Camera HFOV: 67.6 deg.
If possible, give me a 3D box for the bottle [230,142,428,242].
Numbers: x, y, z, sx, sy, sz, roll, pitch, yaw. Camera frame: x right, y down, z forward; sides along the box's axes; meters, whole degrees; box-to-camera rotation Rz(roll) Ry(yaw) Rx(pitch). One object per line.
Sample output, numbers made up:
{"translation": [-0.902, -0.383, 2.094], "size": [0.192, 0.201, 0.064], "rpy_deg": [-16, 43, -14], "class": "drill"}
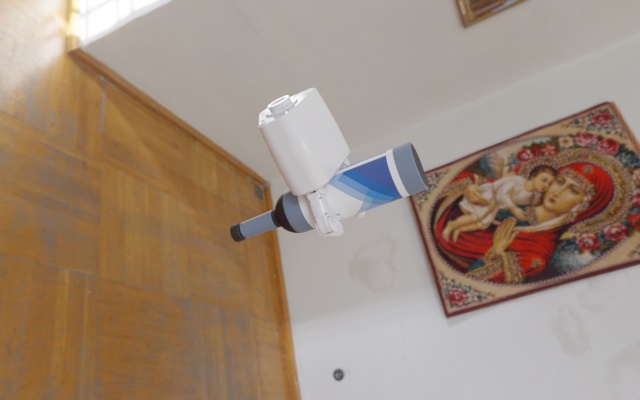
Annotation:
{"translation": [0.000, 0.002, 0.679], "size": [0.296, 0.069, 0.069], "rpy_deg": [-20, -7, 19], "class": "bottle"}
